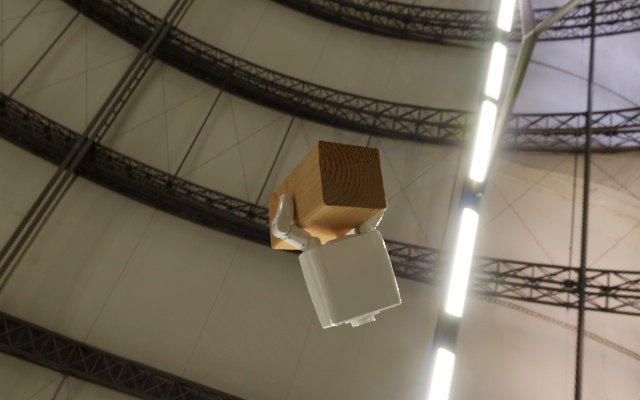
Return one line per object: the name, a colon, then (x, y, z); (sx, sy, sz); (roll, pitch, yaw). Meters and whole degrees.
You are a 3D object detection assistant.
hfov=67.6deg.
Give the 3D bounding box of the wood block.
wood block: (0.000, 0.003, 0.692); (0.091, 0.090, 0.206); (4, -22, -24)
